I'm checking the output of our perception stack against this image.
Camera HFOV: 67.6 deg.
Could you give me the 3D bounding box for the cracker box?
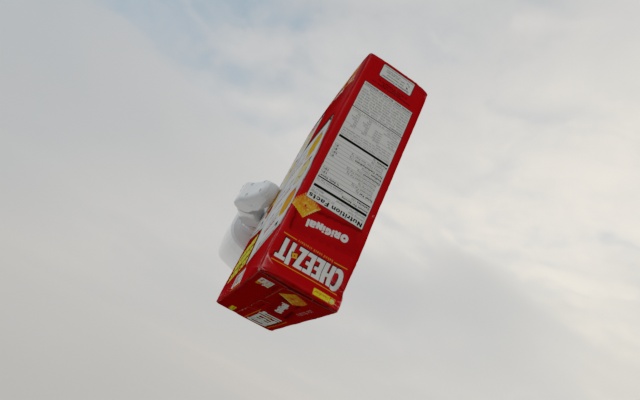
[{"bbox_3d":[0.000,0.001,0.428,0.072,0.213,0.164,30,-27,-9],"label":"cracker box"}]
